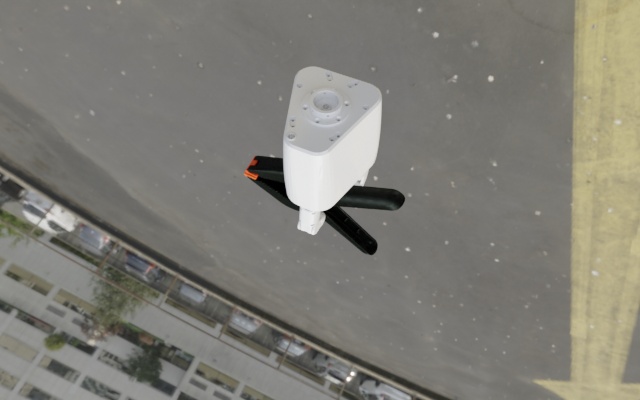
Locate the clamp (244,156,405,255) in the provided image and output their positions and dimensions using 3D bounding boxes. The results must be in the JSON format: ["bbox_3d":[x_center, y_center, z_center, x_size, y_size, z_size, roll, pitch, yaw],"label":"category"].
[{"bbox_3d":[-0.001,0.002,0.629,0.210,0.036,0.165,22,-29,12],"label":"clamp"}]
